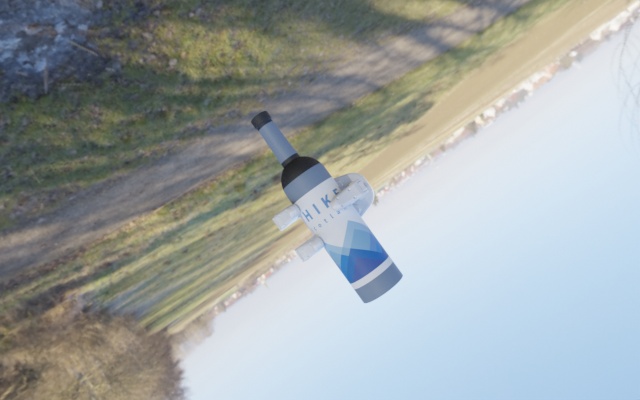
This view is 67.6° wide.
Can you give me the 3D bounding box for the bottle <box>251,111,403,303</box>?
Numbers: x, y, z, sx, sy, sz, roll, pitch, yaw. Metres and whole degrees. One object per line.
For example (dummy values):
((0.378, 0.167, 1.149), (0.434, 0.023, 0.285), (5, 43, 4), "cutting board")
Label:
((0.000, 0.002, 0.659), (0.069, 0.295, 0.069), (-36, -2, -2), "bottle")
